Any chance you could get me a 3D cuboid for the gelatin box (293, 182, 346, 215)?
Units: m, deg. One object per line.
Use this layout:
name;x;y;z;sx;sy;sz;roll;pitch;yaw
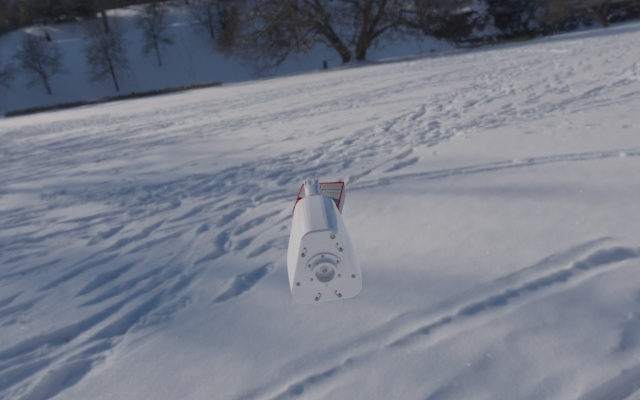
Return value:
gelatin box;0.000;0.002;0.776;0.073;0.030;0.089;-3;29;11
